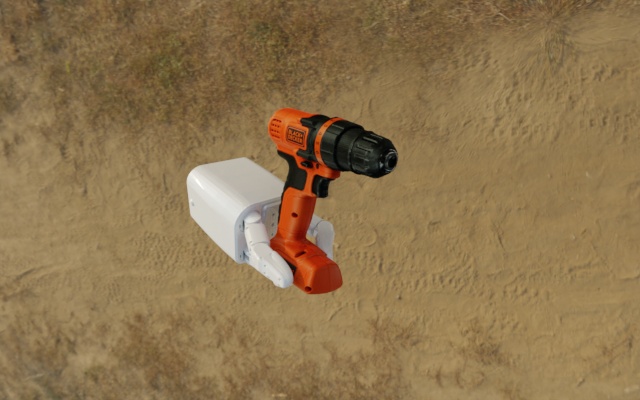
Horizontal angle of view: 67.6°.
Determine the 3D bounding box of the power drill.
[{"bbox_3d":[0.000,0.002,0.519,0.057,0.188,0.184,-3,20,-38],"label":"power drill"}]
